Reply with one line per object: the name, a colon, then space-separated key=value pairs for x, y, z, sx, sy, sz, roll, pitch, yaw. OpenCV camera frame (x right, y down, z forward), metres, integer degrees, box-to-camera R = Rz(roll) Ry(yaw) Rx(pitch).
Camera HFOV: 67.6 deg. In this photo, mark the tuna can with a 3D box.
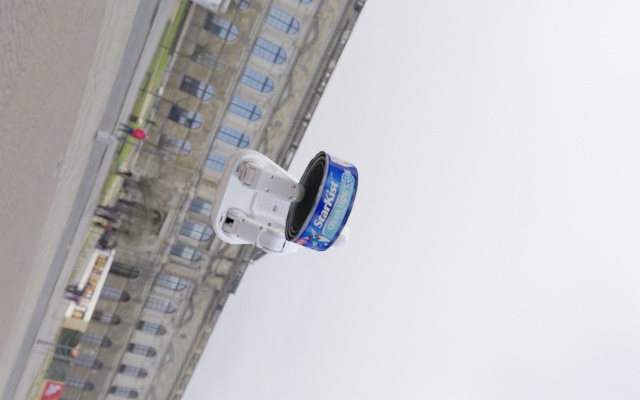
tuna can: x=0.001 y=0.002 z=0.426 sx=0.034 sy=0.086 sz=0.086 roll=22 pitch=-6 yaw=-15
